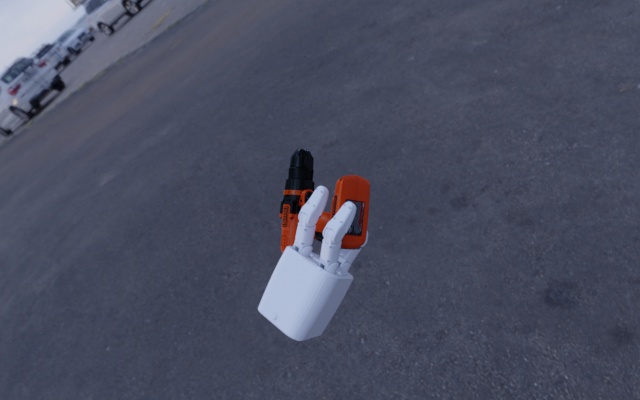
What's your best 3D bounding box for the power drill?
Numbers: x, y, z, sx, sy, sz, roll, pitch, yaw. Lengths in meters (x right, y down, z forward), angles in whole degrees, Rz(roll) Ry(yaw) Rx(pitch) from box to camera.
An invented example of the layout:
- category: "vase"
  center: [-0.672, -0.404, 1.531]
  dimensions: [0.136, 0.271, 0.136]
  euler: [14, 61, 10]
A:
- category: "power drill"
  center: [0.000, 0.003, 0.754]
  dimensions: [0.057, 0.184, 0.187]
  euler: [5, -4, -32]
